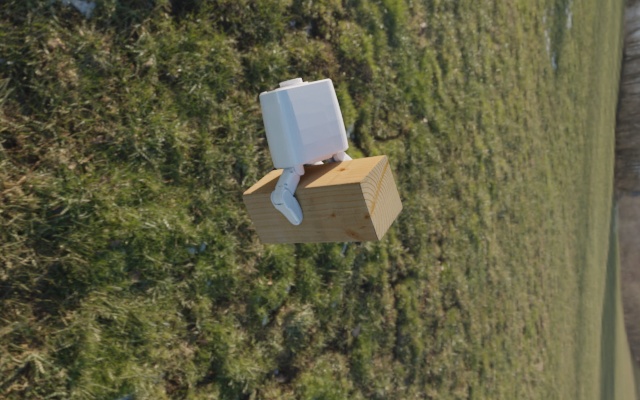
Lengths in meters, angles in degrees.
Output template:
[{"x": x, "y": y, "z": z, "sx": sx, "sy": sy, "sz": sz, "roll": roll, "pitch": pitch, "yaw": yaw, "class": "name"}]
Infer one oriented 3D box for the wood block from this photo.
[{"x": 0.000, "y": 0.002, "z": 0.703, "sx": 0.206, "sy": 0.090, "sz": 0.090, "roll": -5, "pitch": 26, "yaw": 35, "class": "wood block"}]
